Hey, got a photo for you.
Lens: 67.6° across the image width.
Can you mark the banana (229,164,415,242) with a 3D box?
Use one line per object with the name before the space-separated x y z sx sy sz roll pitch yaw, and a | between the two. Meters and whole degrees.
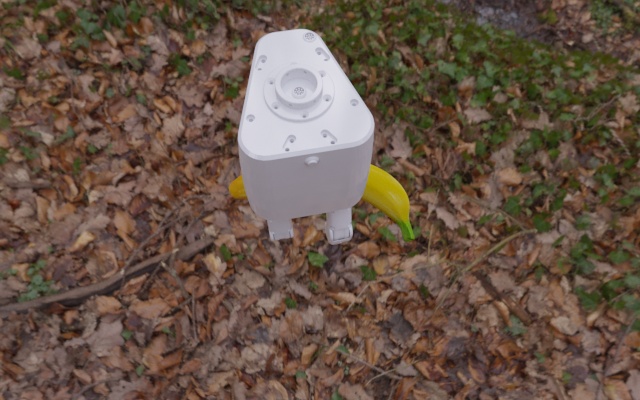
banana | 0.008 -0.015 0.491 0.198 0.069 0.037 14 -17 2
